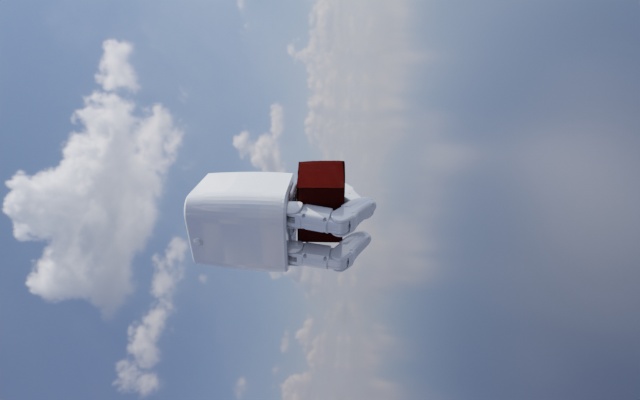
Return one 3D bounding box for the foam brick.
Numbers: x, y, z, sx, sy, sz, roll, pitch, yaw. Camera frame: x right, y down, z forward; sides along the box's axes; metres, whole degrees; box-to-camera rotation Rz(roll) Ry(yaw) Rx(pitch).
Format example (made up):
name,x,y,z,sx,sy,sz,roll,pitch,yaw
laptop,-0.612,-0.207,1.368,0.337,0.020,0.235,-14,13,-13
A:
name,x,y,z,sx,sy,sz,roll,pitch,yaw
foam brick,0.000,0.001,0.525,0.051,0.078,0.053,2,37,1
